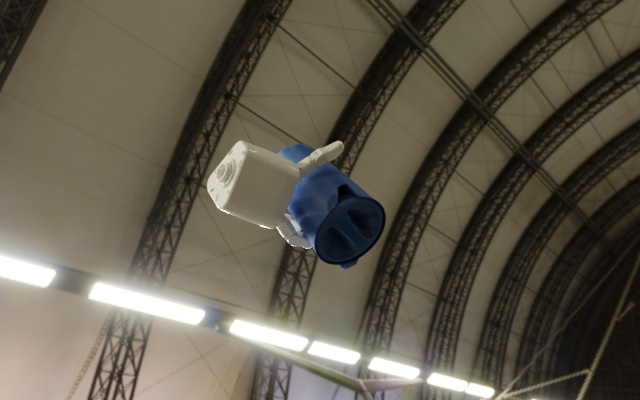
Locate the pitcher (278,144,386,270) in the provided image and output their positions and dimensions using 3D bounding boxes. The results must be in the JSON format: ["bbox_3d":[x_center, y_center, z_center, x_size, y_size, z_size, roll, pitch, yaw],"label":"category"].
[{"bbox_3d":[0.000,0.003,0.865,0.145,0.149,0.242,23,17,-39],"label":"pitcher"}]
